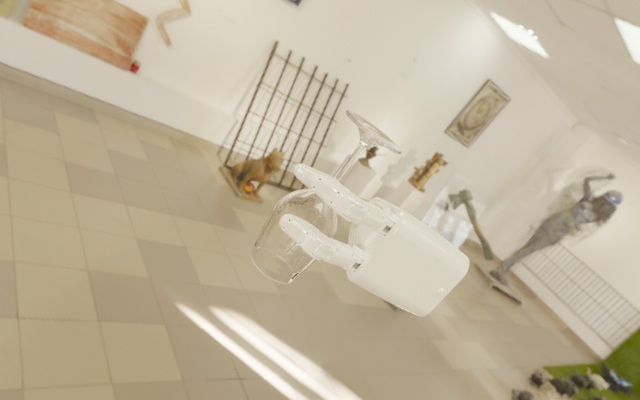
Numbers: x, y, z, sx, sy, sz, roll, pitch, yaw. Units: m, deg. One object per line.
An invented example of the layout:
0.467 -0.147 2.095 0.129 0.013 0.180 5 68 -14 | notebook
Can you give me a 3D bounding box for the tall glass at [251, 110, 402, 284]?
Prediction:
0.000 0.001 0.538 0.079 0.201 0.079 34 18 -13 | tall glass
